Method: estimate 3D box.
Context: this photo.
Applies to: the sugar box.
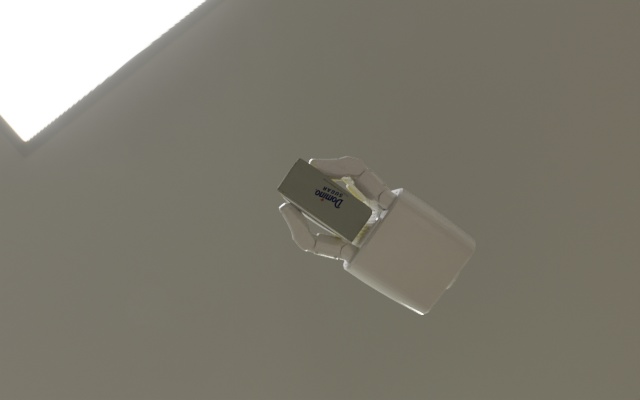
[{"bbox_3d":[0.001,0.001,0.549,0.093,0.048,0.176,35,-6,-3],"label":"sugar box"}]
